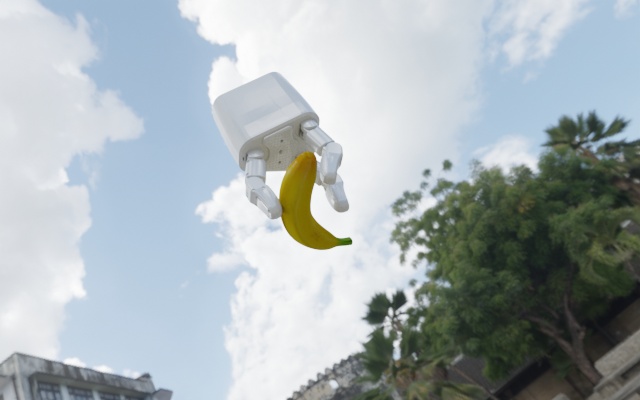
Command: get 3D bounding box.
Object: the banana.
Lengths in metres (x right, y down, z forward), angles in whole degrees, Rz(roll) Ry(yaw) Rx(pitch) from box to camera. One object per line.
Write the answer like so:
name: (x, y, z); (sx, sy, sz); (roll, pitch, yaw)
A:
banana: (-0.015, 0.013, 0.572); (0.069, 0.037, 0.198); (-29, -35, -2)
